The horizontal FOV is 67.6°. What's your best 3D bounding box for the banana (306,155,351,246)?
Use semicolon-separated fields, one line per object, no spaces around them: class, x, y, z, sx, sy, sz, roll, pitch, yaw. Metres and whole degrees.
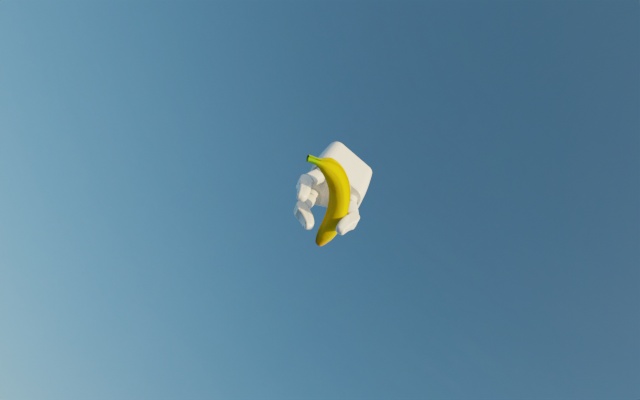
banana;0.018;-0.001;0.832;0.069;0.198;0.037;-3;36;4
